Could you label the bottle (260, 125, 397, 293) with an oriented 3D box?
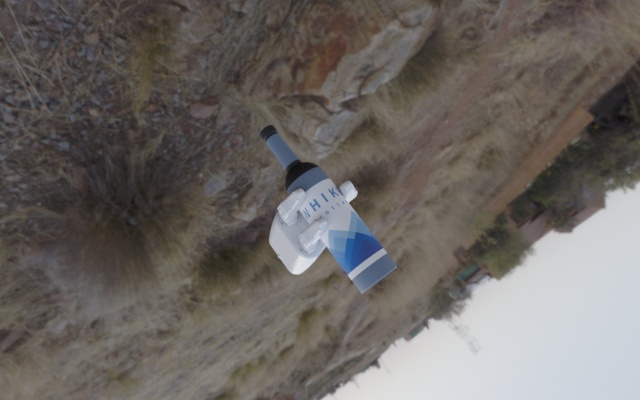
[{"bbox_3d":[0.000,0.003,0.733,0.069,0.295,0.069,-35,-12,-9],"label":"bottle"}]
